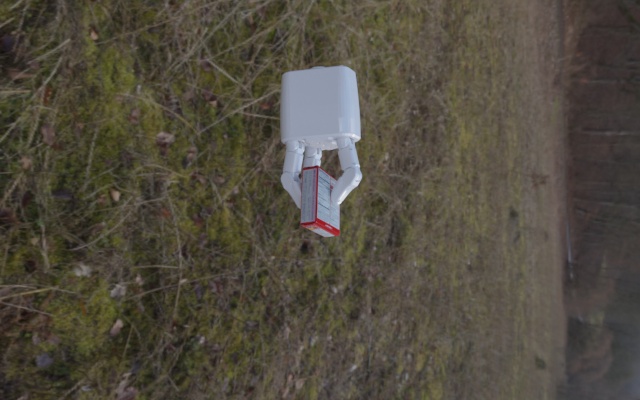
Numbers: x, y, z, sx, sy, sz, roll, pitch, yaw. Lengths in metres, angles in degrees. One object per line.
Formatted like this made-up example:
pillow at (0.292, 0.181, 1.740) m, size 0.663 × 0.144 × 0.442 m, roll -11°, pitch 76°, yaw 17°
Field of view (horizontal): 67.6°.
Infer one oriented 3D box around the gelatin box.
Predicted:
gelatin box at (0.001, 0.003, 0.702) m, size 0.030 × 0.089 × 0.073 m, roll -9°, pitch -22°, yaw 27°
